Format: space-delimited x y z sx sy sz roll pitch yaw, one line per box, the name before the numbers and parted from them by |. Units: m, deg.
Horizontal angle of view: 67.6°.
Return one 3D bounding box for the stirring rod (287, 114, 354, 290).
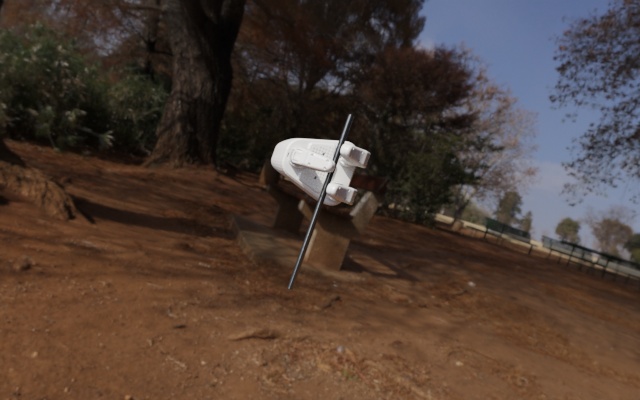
stirring rod | 0.000 0.002 0.625 0.011 0.239 0.011 19 1 0
